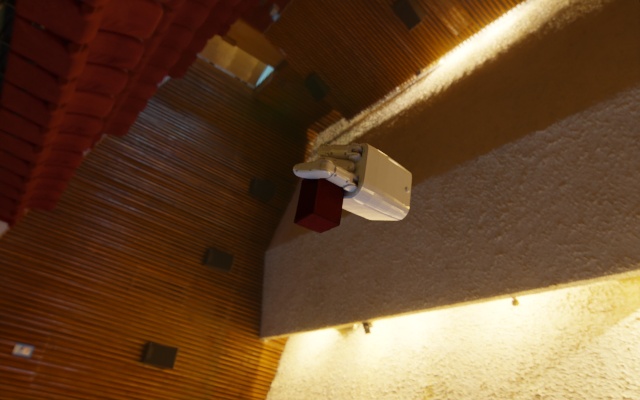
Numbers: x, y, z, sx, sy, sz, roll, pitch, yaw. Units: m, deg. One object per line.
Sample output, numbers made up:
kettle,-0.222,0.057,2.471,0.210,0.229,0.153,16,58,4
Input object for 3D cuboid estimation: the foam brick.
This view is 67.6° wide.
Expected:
foam brick,0.000,0.003,0.727,0.051,0.078,0.053,26,-31,-28
